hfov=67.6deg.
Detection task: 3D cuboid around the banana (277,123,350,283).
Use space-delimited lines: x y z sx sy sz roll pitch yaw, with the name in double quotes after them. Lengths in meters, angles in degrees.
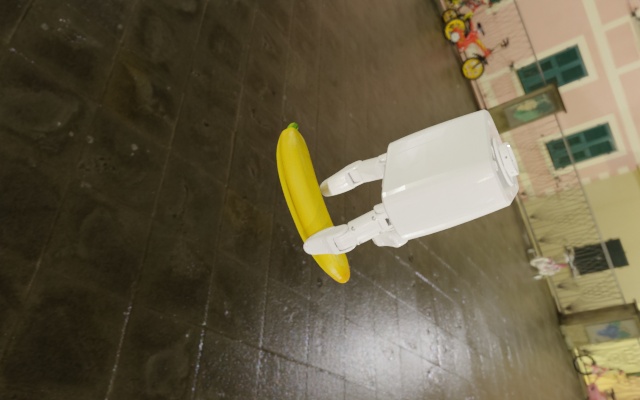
-0.010 -0.001 0.529 0.037 0.198 0.069 -21 -8 29 "banana"
